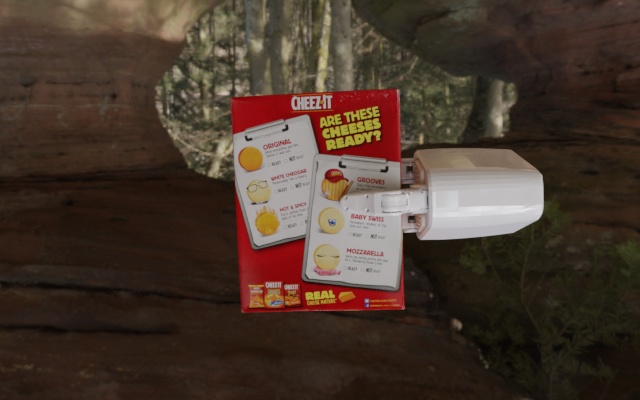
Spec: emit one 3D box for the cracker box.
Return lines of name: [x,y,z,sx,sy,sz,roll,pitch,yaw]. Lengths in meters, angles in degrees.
cracker box: [0.000,0.002,0.491,0.164,0.214,0.072,-2,4,3]
